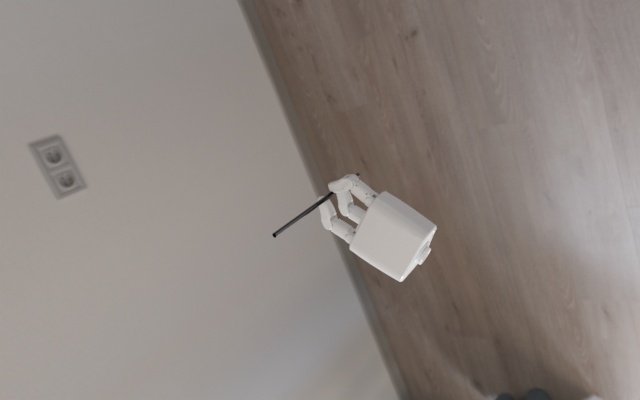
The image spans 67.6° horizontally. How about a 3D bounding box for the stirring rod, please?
[{"bbox_3d":[0.000,0.003,0.813,0.011,0.011,0.239,0,25,41],"label":"stirring rod"}]
